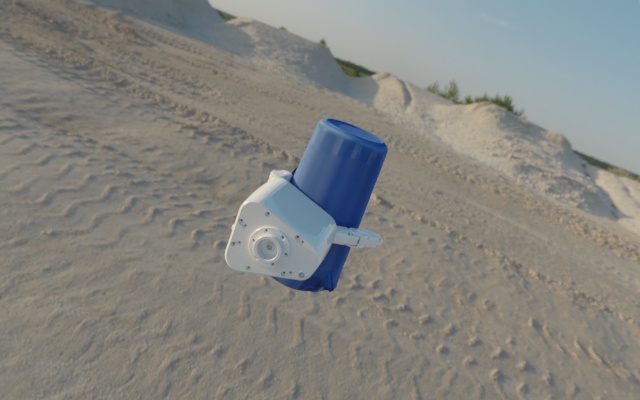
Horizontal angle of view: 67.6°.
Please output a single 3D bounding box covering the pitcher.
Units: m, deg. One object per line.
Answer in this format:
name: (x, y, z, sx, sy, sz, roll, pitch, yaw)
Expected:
pitcher: (0.000, 0.002, 0.723, 0.149, 0.243, 0.145, 25, 18, 6)
